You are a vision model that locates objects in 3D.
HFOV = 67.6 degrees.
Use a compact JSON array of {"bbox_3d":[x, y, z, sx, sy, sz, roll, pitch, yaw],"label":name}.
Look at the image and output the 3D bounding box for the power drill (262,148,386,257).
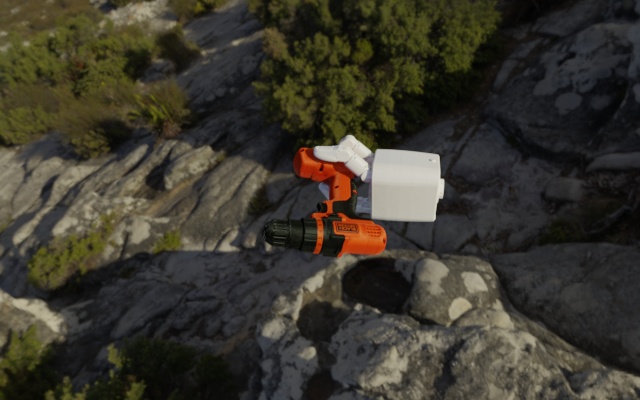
[{"bbox_3d":[0.000,0.002,0.741,0.184,0.187,0.057,7,-41,-16],"label":"power drill"}]
